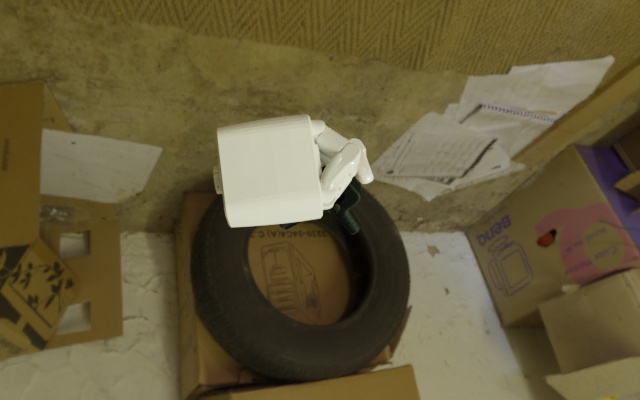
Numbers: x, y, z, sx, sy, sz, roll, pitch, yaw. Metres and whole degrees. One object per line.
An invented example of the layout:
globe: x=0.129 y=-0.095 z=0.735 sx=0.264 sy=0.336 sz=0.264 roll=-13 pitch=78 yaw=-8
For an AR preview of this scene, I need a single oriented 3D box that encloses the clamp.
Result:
clamp: x=0.000 y=0.003 z=0.644 sx=0.120 sy=0.039 sz=0.172 roll=-5 pitch=-31 yaw=-4
